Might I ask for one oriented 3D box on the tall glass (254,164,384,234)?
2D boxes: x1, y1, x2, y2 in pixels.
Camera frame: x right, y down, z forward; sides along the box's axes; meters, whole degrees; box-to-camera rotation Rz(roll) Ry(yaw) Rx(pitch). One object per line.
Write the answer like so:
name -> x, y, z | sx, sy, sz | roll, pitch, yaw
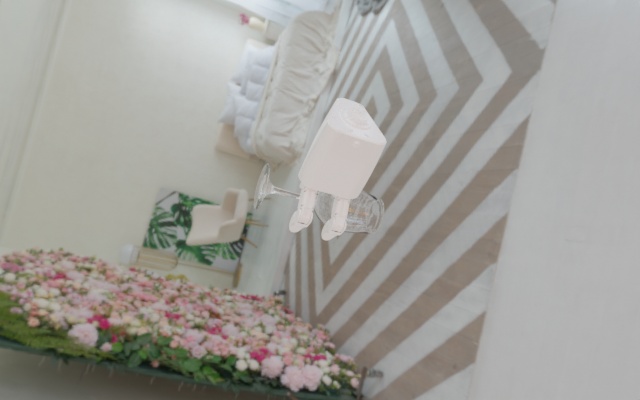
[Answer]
tall glass -> -0.001, 0.002, 0.768 | 0.201, 0.079, 0.079 | 15, -5, -18
